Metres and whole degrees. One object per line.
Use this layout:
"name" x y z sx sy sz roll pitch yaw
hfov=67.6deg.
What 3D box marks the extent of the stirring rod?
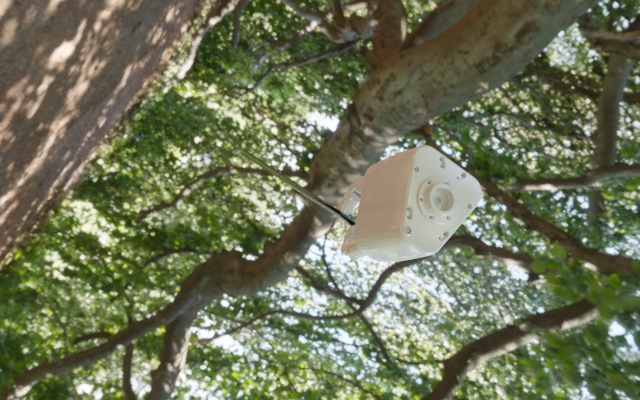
"stirring rod" 0.000 0.002 0.629 0.239 0.011 0.011 33 -8 -13
